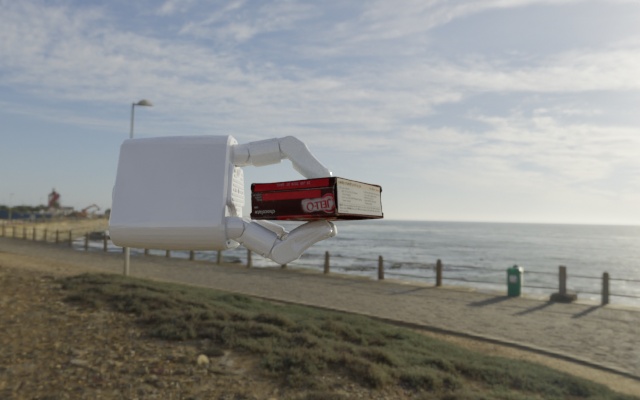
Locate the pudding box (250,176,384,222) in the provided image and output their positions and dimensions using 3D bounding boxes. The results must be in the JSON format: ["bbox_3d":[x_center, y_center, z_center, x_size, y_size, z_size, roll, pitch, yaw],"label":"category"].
[{"bbox_3d":[0.000,0.001,0.462,0.090,0.039,0.113,-2,-2,28],"label":"pudding box"}]
